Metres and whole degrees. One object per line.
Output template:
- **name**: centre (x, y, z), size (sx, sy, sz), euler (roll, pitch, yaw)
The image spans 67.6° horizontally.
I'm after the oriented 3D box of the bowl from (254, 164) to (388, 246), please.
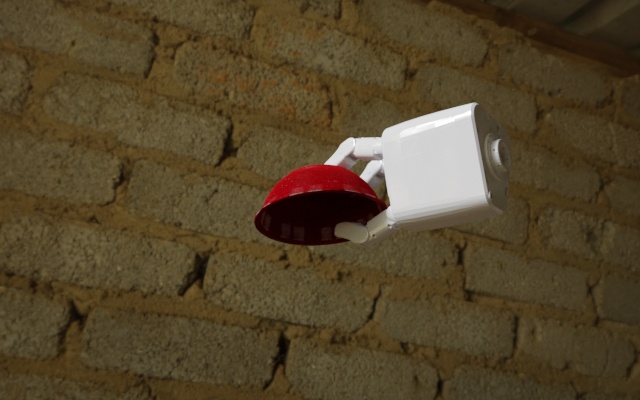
- **bowl**: centre (-0.001, 0.002, 0.584), size (0.162, 0.055, 0.162), euler (-4, -26, -2)
